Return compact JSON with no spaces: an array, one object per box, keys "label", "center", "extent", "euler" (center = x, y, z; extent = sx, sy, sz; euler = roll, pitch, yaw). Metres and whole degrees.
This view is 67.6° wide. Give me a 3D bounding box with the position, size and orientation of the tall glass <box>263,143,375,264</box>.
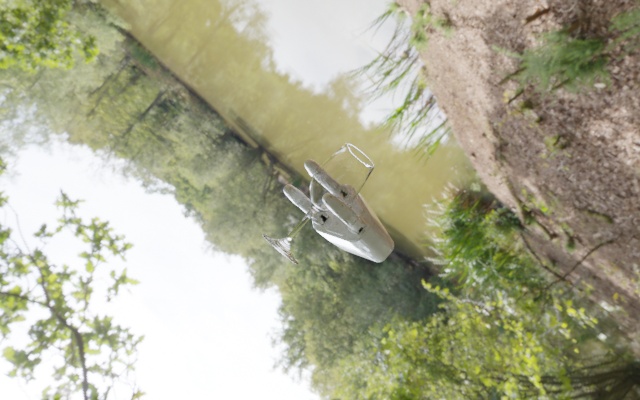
[{"label":"tall glass","center":[0.000,0.003,0.768],"extent":[0.079,0.201,0.079],"euler":[40,-2,2]}]
